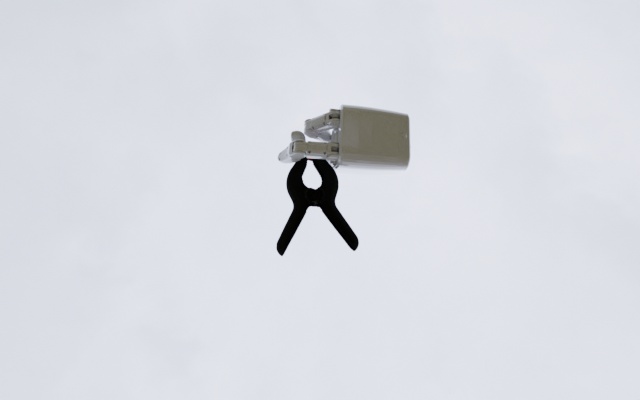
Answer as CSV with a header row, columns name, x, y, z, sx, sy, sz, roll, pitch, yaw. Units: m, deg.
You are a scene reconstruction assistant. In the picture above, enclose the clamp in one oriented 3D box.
name,x,y,z,sx,sy,sz,roll,pitch,yaw
clamp,0.000,0.002,0.714,0.120,0.171,0.039,7,-13,-11
